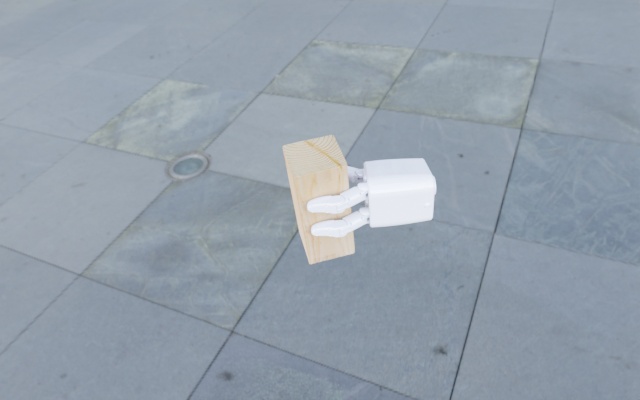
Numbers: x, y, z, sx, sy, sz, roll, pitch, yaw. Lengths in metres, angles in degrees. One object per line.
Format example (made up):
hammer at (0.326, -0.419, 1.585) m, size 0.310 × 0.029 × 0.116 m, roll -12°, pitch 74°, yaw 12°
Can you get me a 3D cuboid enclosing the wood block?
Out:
wood block at (0.000, 0.002, 0.830) m, size 0.090 × 0.206 × 0.090 m, roll -14°, pitch 42°, yaw -6°
